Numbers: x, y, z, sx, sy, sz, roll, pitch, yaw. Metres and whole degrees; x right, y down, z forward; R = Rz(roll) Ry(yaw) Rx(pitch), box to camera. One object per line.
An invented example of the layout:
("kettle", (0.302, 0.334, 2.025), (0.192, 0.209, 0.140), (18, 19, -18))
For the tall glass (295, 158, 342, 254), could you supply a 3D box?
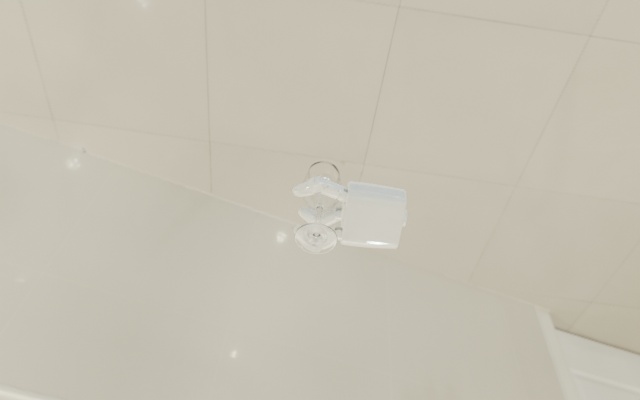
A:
("tall glass", (0.000, 0.003, 0.894), (0.079, 0.079, 0.200), (0, 40, 5))
